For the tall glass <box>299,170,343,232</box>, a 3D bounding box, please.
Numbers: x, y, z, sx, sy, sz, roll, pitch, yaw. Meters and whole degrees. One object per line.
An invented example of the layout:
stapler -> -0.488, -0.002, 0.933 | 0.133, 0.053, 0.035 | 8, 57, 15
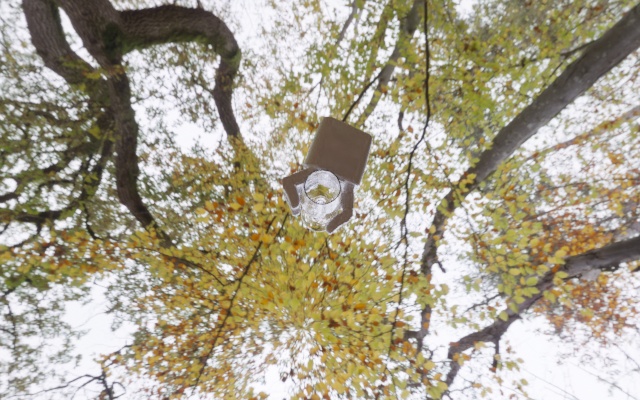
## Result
tall glass -> 0.000, 0.003, 0.892 | 0.079, 0.079, 0.201 | 0, -15, -2
